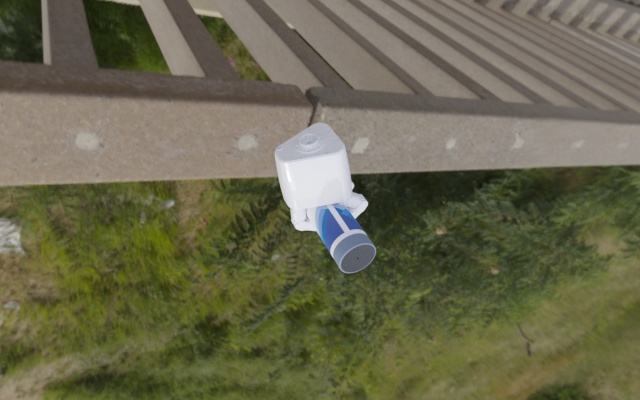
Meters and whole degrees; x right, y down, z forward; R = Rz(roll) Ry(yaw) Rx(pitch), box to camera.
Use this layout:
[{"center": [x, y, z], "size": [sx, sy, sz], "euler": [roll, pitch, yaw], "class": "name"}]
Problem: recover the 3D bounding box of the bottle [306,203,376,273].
[{"center": [0.000, 0.003, 0.863], "size": [0.069, 0.069, 0.295], "euler": [0, 38, -31], "class": "bottle"}]
